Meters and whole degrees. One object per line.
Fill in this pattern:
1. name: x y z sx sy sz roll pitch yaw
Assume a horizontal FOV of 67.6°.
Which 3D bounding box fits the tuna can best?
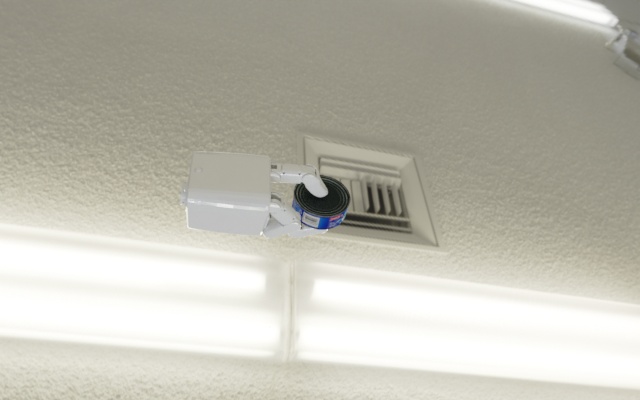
1. tuna can: 0.000 0.003 0.720 0.086 0.086 0.034 0 -43 -13
